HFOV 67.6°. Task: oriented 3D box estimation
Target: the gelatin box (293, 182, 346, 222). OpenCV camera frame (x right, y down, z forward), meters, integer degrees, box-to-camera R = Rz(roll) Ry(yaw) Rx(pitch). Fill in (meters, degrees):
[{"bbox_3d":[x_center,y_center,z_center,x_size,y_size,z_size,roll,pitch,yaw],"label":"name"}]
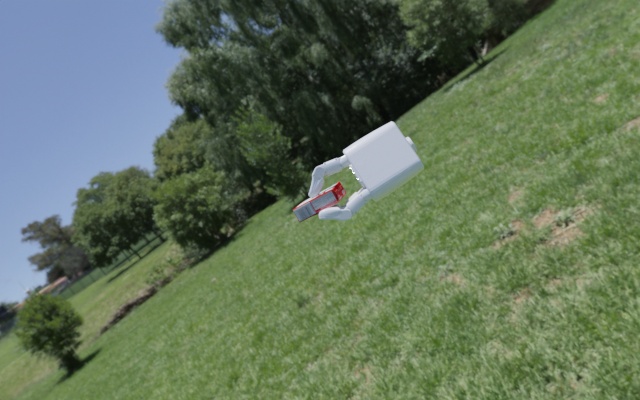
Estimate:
[{"bbox_3d":[0.000,0.003,0.894,0.089,0.030,0.073,-28,5,17],"label":"gelatin box"}]
